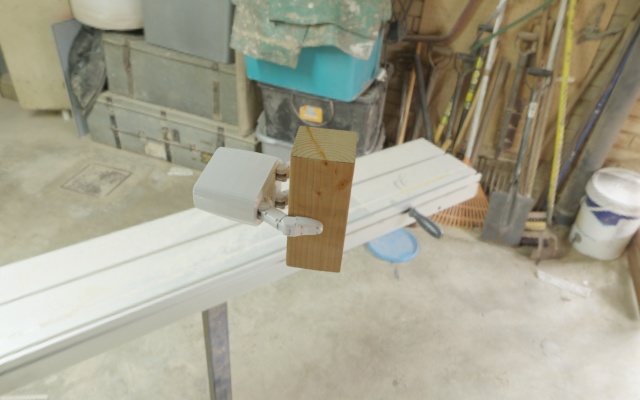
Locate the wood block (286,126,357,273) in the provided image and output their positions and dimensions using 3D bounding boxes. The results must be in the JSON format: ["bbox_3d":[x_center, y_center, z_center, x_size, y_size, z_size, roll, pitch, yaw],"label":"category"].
[{"bbox_3d":[0.000,0.002,0.733,0.090,0.206,0.090,7,36,3],"label":"wood block"}]
